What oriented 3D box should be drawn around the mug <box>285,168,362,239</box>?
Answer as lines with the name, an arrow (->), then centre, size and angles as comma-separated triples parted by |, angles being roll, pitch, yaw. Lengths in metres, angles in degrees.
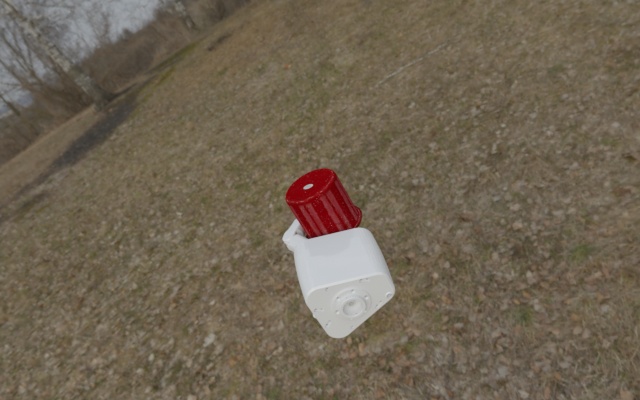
mug -> 0.000, 0.001, 0.702 | 0.093, 0.081, 0.117 | -28, 28, 5
